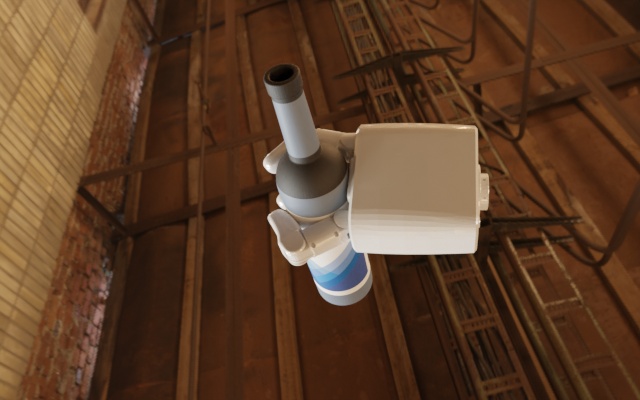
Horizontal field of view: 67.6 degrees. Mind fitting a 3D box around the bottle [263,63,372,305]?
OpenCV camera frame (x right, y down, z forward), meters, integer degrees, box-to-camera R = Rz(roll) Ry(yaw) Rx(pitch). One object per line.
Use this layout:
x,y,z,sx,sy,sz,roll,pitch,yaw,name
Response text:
0.000,0.002,0.456,0.069,0.069,0.296,0,-39,14,bottle
